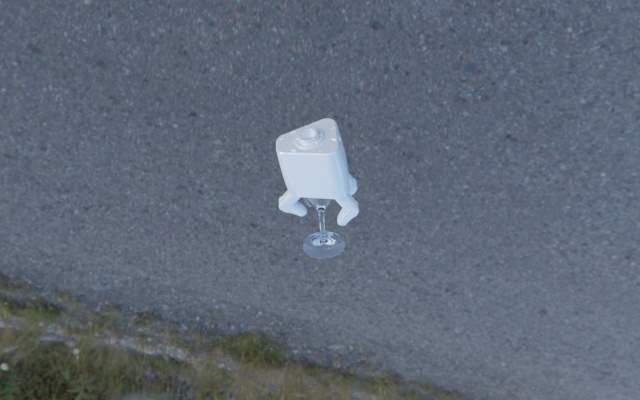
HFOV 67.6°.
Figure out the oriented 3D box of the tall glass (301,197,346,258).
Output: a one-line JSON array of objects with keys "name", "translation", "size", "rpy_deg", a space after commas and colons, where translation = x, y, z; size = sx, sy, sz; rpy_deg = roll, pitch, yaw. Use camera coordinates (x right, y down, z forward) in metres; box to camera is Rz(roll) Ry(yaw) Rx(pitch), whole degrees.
[{"name": "tall glass", "translation": [0.000, 0.003, 0.878], "size": [0.079, 0.200, 0.079], "rpy_deg": [-2, -42, -2]}]
